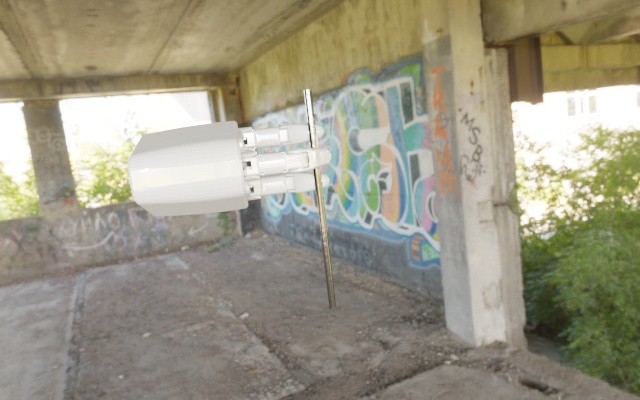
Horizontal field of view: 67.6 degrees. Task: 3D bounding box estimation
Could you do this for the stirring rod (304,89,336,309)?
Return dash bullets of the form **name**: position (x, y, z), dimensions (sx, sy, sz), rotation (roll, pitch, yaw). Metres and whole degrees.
- **stirring rod**: position (0.000, 0.002, 0.519), dimensions (0.011, 0.239, 0.011), rotation (-6, 7, 1)
